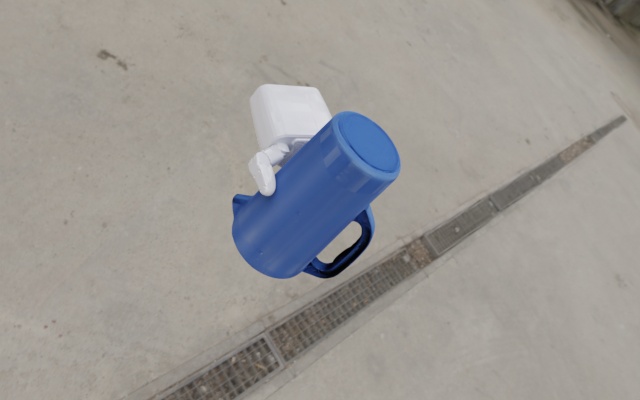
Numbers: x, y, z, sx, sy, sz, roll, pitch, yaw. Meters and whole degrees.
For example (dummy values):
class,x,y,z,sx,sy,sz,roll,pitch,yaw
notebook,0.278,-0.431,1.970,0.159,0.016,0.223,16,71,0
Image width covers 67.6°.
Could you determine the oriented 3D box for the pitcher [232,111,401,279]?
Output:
class,x,y,z,sx,sy,sz,roll,pitch,yaw
pitcher,0.000,0.002,0.649,0.149,0.145,0.243,8,-39,-39
